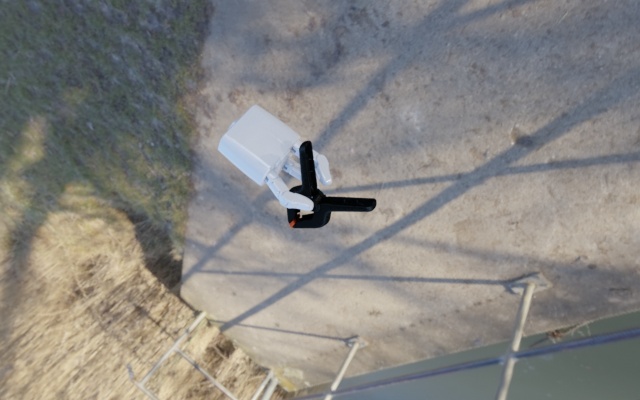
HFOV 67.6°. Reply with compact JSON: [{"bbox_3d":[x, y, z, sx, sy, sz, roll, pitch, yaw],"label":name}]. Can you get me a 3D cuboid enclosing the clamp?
[{"bbox_3d":[-0.001,0.003,0.871,0.036,0.164,0.210,-49,-4,-39],"label":"clamp"}]
